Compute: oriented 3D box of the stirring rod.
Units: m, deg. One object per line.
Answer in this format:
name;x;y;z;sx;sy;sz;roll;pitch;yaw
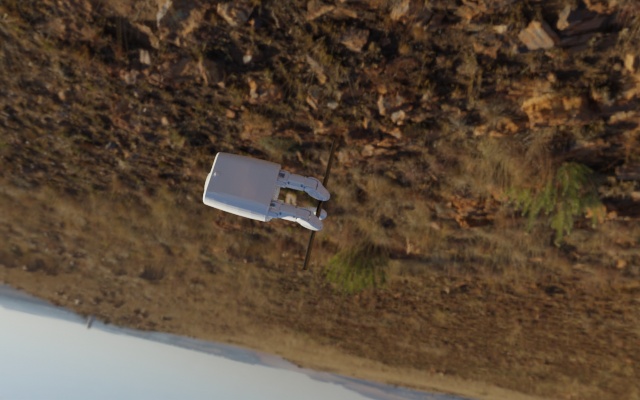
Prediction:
stirring rod;0.000;0.003;0.820;0.011;0.239;0.011;12;-20;4
